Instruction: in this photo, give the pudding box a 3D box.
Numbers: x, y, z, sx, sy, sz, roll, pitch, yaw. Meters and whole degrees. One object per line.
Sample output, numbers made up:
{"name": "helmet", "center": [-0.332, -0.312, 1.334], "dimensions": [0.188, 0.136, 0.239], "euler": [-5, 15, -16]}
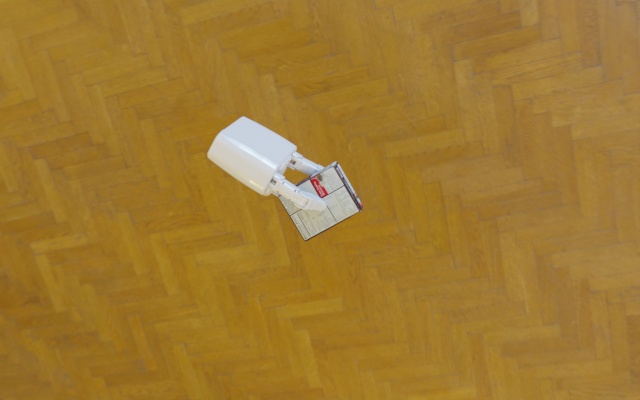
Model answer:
{"name": "pudding box", "center": [0.000, 0.003, 0.784], "dimensions": [0.113, 0.090, 0.039], "euler": [-29, 7, 16]}
